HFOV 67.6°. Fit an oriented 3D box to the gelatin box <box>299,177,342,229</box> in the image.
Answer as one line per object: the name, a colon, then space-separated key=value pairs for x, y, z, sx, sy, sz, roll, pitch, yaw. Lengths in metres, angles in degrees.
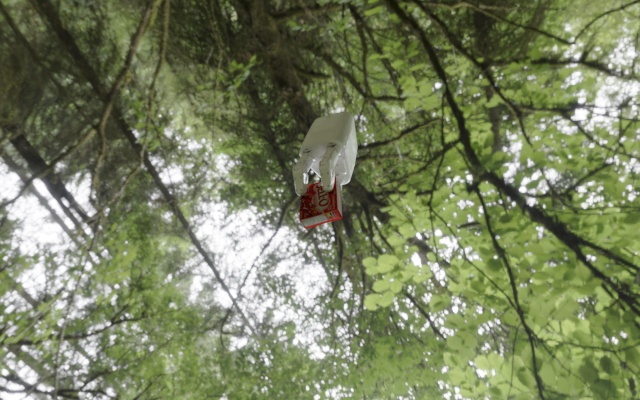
gelatin box: x=0.000 y=0.003 z=0.868 sx=0.073 sy=0.089 sz=0.030 roll=-16 pitch=-48 yaw=15
